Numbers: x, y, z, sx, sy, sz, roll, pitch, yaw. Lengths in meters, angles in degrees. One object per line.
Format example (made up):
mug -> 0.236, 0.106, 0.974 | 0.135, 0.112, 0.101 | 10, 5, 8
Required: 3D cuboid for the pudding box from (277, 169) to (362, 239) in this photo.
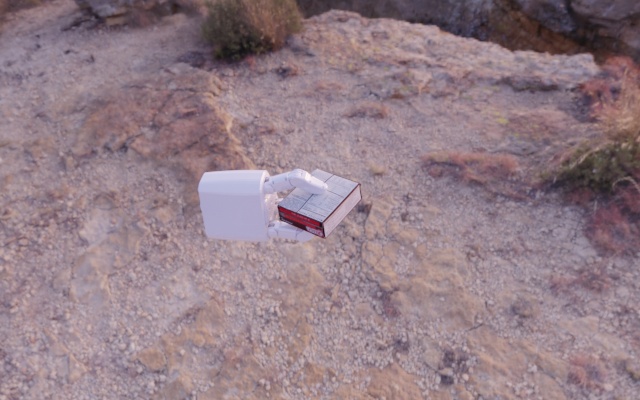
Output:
pudding box -> 0.000, 0.002, 0.762 | 0.090, 0.039, 0.113 | 22, 50, 29
